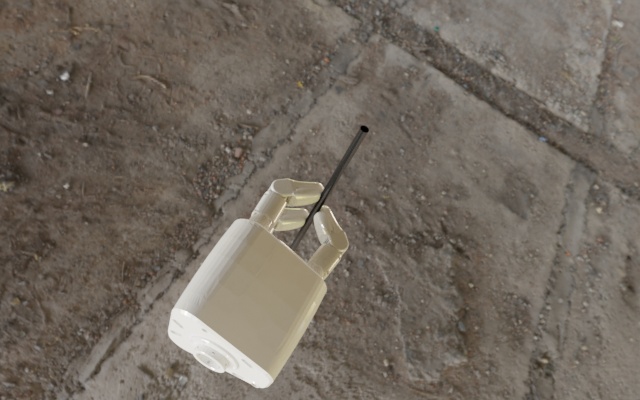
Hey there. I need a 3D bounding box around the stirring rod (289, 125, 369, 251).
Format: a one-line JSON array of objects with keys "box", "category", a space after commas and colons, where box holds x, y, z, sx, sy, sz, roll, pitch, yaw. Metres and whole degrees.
[{"box": [0.000, 0.002, 0.503, 0.011, 0.011, 0.240, 0, -31, -21], "category": "stirring rod"}]
